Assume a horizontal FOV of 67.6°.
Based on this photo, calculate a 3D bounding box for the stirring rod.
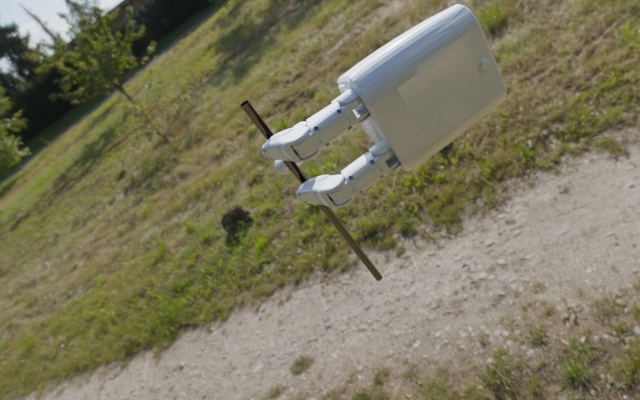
[{"bbox_3d":[0.000,0.002,0.459,0.011,0.011,0.240,0,-43,47],"label":"stirring rod"}]
